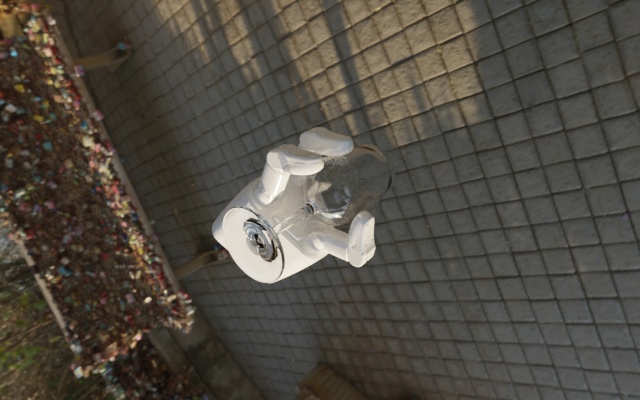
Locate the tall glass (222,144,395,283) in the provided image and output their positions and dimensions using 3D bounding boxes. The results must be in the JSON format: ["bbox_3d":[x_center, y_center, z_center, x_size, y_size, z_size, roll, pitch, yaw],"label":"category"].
[{"bbox_3d":[0.000,0.002,0.485,0.079,0.079,0.201,0,22,41],"label":"tall glass"}]
